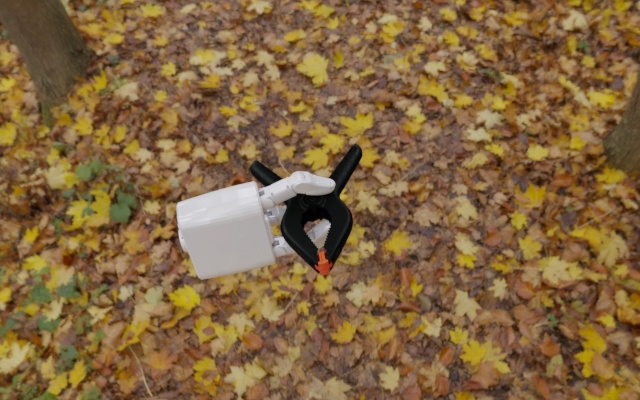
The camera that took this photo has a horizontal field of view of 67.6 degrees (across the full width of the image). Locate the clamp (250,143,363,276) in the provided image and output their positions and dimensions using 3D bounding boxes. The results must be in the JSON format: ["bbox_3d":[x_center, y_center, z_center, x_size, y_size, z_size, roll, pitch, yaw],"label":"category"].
[{"bbox_3d":[0.000,0.002,0.644,0.164,0.209,0.036,-16,-40,-4],"label":"clamp"}]
